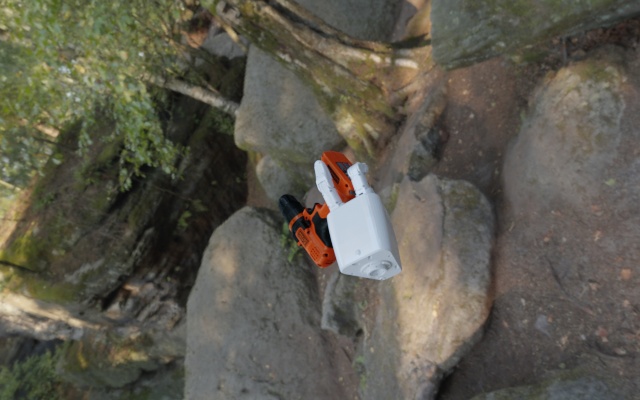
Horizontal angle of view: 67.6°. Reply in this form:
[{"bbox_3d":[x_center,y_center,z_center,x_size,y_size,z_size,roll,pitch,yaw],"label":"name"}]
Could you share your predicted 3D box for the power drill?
[{"bbox_3d":[0.000,0.003,0.895,0.057,0.188,0.184,-4,44,-42],"label":"power drill"}]
